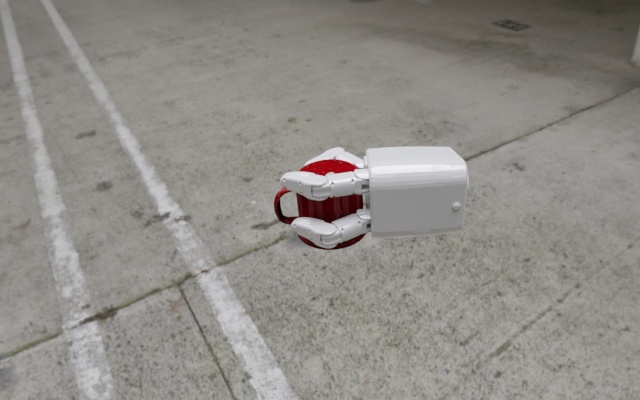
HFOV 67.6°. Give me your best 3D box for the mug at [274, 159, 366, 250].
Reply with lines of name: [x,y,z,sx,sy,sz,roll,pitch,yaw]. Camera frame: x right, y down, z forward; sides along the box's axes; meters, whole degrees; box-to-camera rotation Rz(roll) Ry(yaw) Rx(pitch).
mug: [-0.001,0.002,0.595,0.117,0.082,0.093,-3,33,4]
